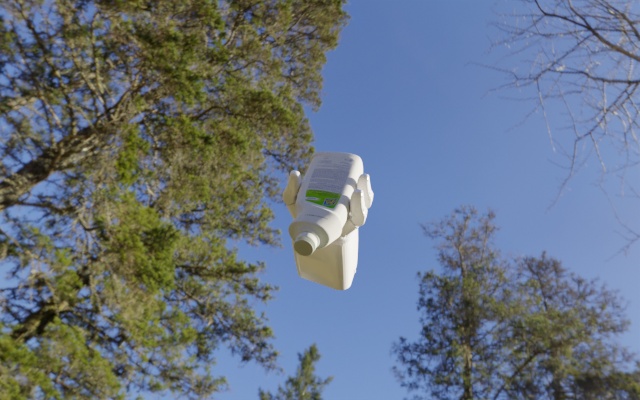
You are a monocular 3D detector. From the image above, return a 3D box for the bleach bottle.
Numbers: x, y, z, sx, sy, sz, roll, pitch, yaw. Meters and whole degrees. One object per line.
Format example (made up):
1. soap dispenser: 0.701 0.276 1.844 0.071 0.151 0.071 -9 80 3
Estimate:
1. bleach bottle: 0.000 0.002 0.773 0.102 0.068 0.250 4 32 15
